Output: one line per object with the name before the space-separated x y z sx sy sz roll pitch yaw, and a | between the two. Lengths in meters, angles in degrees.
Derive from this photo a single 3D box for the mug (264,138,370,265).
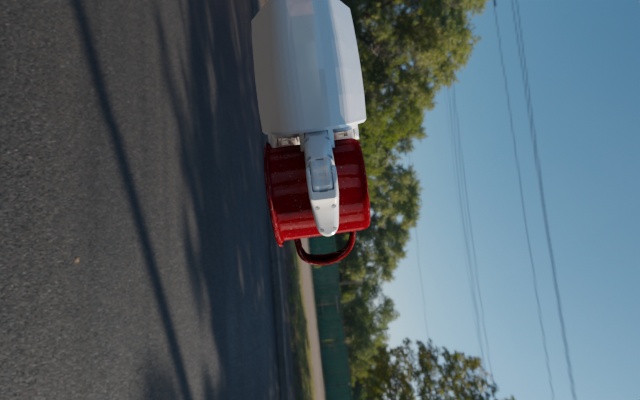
mug | 0.000 0.003 0.424 0.081 0.117 0.093 -7 12 1
